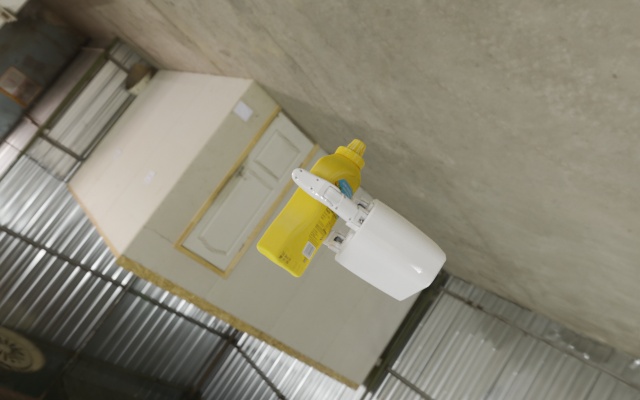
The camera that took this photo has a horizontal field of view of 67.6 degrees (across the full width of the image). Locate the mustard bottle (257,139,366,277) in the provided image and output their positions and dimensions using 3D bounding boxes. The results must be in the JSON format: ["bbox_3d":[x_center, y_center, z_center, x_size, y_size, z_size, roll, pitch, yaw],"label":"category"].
[{"bbox_3d":[0.000,0.002,0.611,0.058,0.191,0.096,30,-11,26],"label":"mustard bottle"}]
